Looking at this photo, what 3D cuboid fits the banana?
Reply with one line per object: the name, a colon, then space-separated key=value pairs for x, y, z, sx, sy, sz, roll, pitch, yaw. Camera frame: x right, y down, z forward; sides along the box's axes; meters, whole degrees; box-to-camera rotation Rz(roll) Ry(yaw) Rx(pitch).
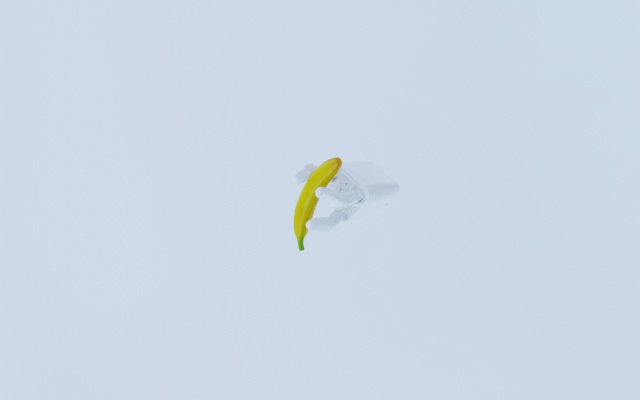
banana: x=-0.011 y=-0.004 z=0.889 sx=0.037 sy=0.198 sz=0.069 roll=0 pitch=32 yaw=-39
